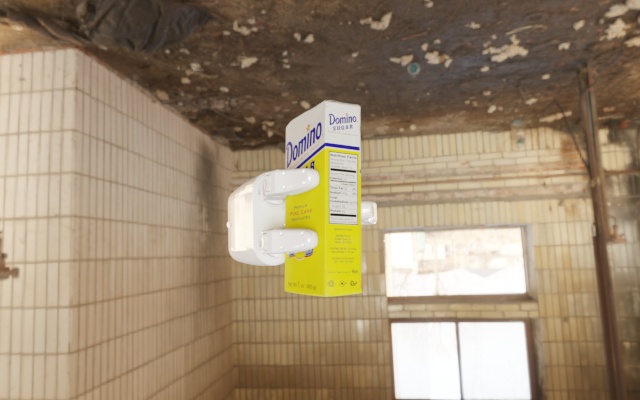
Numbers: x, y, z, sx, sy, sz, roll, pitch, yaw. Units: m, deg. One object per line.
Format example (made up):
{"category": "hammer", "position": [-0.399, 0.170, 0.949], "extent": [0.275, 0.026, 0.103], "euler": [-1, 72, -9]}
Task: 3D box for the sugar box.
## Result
{"category": "sugar box", "position": [0.000, 0.002, 0.465], "extent": [0.048, 0.176, 0.093], "euler": [1, -7, -28]}
